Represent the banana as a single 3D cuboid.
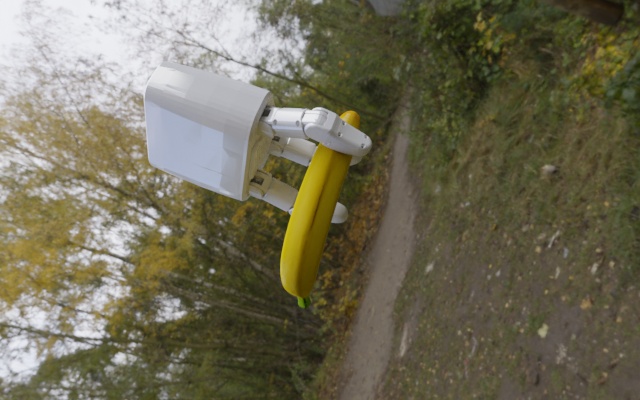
[{"bbox_3d":[-0.002,0.003,0.439,0.037,0.198,0.069,17,-3,5],"label":"banana"}]
